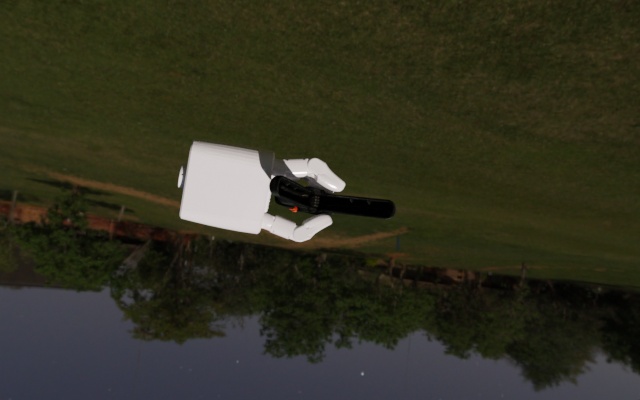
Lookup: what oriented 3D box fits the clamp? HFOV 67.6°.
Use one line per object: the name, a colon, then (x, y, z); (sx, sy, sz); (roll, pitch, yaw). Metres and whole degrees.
clamp: (0.000, 0.003, 0.667); (0.164, 0.036, 0.210); (13, -6, -11)
